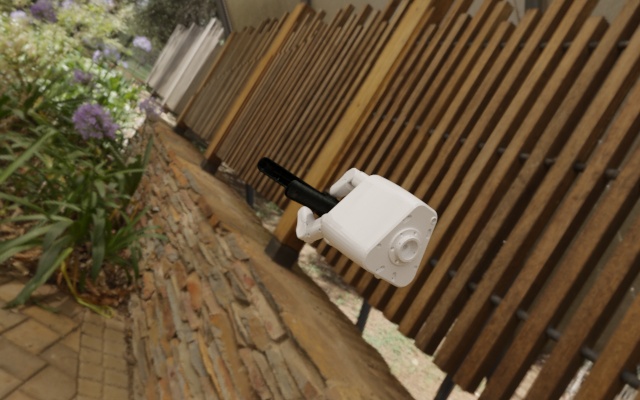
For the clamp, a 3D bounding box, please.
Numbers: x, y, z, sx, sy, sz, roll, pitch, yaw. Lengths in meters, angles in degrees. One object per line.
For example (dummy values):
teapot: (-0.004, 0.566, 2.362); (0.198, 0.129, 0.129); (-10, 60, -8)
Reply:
clamp: (0.001, 0.002, 0.725); (0.210, 0.036, 0.164); (31, 5, -34)
